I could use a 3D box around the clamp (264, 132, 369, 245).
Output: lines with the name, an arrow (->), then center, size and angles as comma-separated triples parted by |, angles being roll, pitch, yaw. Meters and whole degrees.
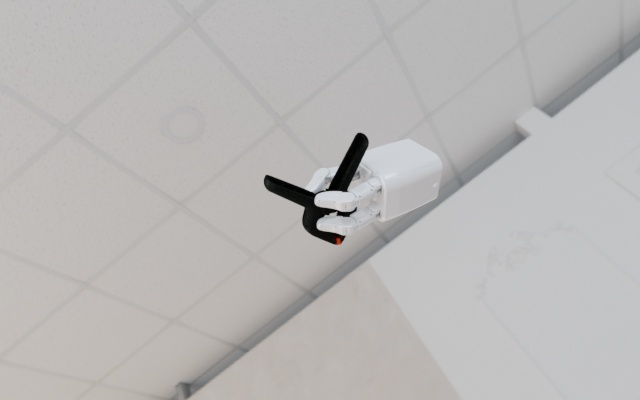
clamp -> 0.000, 0.002, 0.745 | 0.164, 0.210, 0.036 | -20, 48, -14
